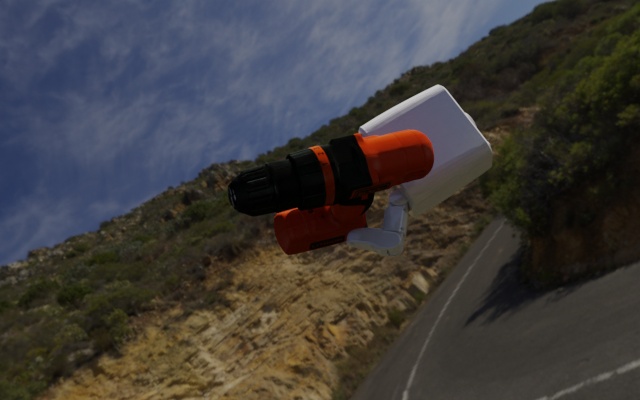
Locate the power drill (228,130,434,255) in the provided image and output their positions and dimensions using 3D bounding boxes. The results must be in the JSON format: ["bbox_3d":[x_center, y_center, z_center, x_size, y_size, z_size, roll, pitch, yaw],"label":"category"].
[{"bbox_3d":[0.000,0.002,0.472,0.184,0.057,0.188,-12,-16,-15],"label":"power drill"}]
